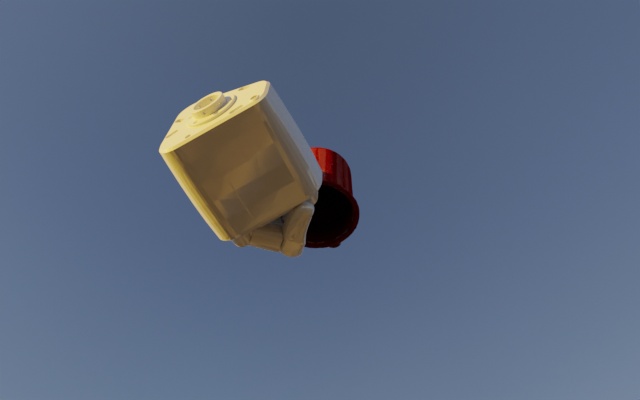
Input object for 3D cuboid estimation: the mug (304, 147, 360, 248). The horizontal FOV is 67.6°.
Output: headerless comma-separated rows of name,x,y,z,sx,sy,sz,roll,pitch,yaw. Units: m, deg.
mug,0.001,0.003,0.546,0.093,0.117,0.081,-18,34,14
